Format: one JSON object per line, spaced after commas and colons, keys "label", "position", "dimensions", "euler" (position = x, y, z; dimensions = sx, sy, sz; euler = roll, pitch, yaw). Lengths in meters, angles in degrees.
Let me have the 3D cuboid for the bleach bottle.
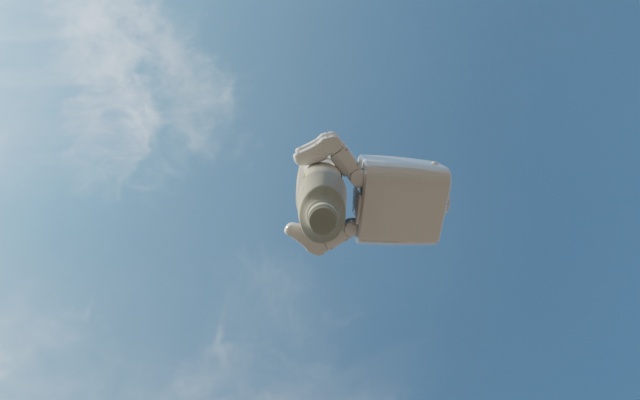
{"label": "bleach bottle", "position": [0.000, 0.002, 0.595], "dimensions": [0.068, 0.102, 0.250], "euler": [3, 13, -2]}
